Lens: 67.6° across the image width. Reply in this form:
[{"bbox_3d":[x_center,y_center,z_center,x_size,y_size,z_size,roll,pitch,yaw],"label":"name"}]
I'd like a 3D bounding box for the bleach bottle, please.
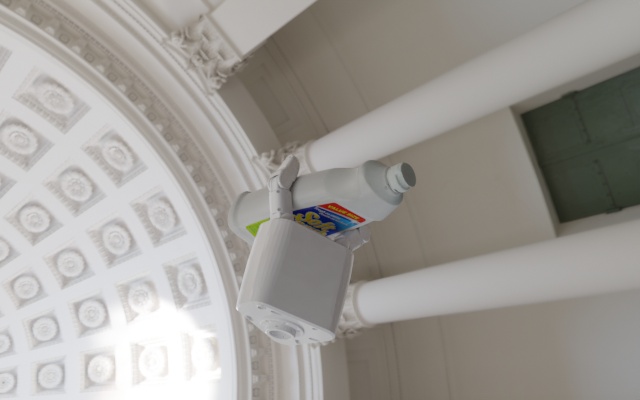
[{"bbox_3d":[0.000,0.002,0.594,0.251,0.068,0.103,-21,-50,40],"label":"bleach bottle"}]
